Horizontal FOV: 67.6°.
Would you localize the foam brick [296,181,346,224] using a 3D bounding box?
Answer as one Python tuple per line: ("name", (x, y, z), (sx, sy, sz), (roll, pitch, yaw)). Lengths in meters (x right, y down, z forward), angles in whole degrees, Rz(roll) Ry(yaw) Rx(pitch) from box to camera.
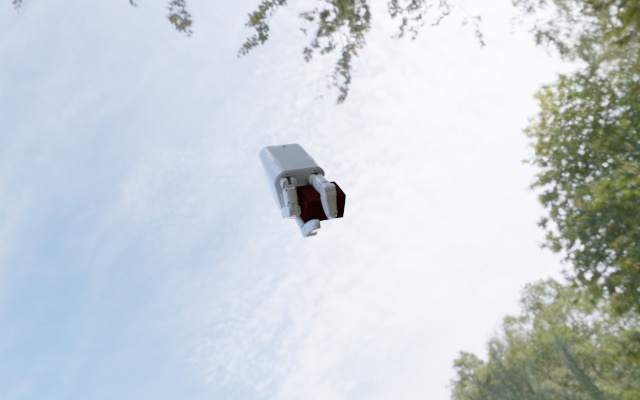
("foam brick", (0.000, 0.003, 0.866), (0.078, 0.053, 0.051), (-9, 37, -23))
